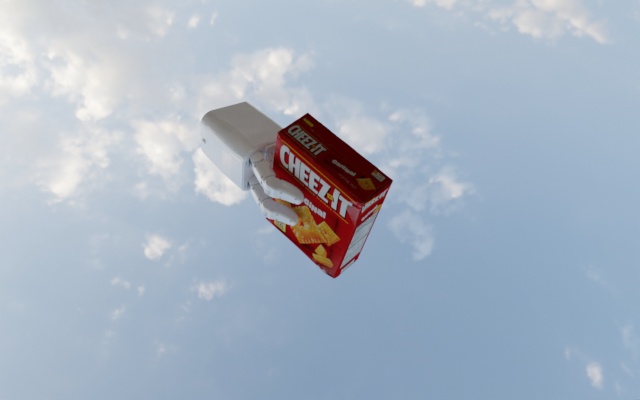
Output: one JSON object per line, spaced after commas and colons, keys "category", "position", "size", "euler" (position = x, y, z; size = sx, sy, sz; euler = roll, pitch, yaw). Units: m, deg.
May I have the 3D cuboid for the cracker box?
{"category": "cracker box", "position": [0.000, 0.002, 0.724], "size": [0.072, 0.164, 0.214], "euler": [-38, -21, -31]}
